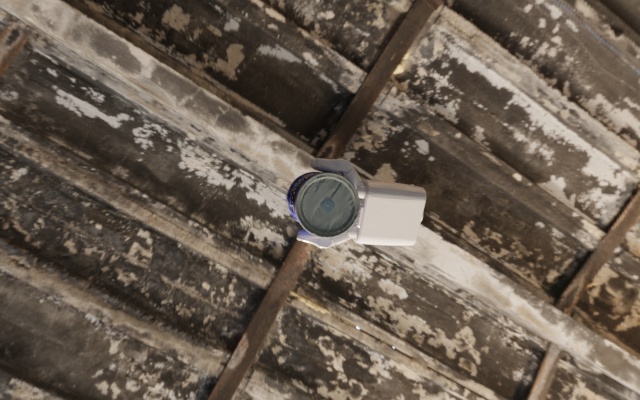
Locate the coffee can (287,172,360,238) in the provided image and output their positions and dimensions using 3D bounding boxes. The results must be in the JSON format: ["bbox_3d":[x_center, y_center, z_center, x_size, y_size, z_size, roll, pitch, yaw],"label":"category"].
[{"bbox_3d":[0.000,0.003,0.807,0.103,0.103,0.140,0,4,-10],"label":"coffee can"}]
